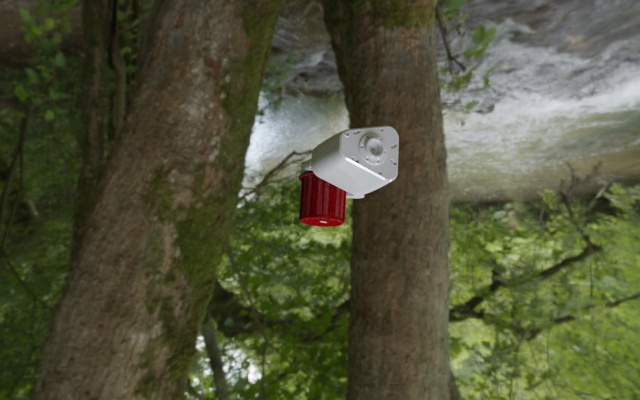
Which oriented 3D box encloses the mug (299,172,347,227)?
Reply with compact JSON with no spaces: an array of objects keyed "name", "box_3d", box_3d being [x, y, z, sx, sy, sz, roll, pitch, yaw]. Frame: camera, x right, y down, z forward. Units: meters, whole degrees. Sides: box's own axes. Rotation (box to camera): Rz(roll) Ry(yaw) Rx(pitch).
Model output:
[{"name":"mug","box_3d":[-0.001,0.003,0.864,0.093,0.081,0.117,9,-14,-22]}]
